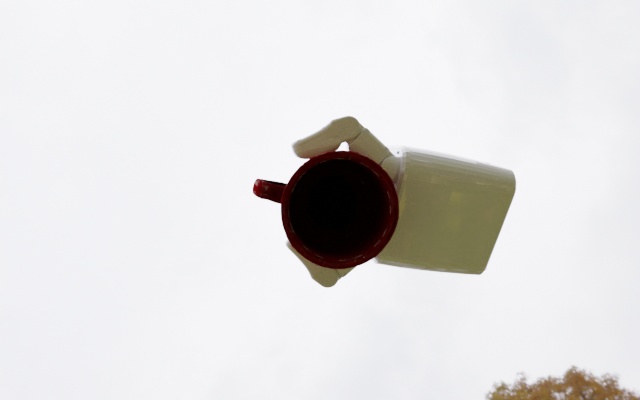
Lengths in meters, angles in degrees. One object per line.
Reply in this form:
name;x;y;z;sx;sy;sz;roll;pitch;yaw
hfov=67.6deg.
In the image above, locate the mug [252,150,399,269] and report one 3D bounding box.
mug;-0.001;0.001;0.407;0.117;0.093;0.081;11;5;-7
